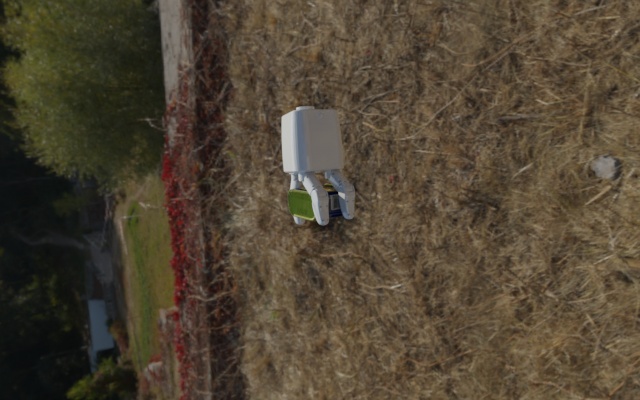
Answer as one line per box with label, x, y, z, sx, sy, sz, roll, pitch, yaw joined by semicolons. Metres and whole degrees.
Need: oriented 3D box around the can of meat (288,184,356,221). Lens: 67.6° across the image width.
can of meat;0.000;0.003;0.867;0.084;0.057;0.102;-7;9;-34
